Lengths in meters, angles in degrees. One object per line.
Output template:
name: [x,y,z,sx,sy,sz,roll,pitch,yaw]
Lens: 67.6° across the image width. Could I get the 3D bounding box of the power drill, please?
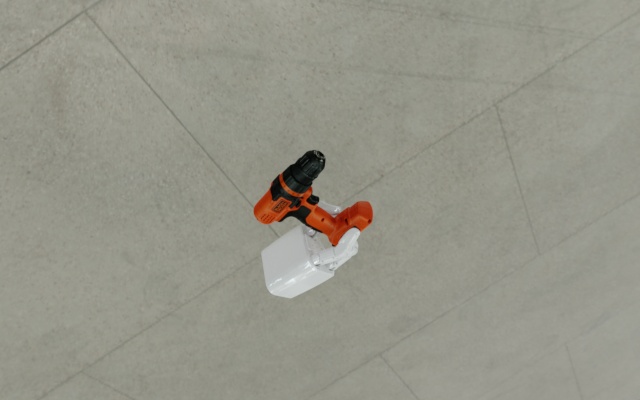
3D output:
power drill: [0.000,0.003,0.848,0.188,0.057,0.184,27,-48,-26]
